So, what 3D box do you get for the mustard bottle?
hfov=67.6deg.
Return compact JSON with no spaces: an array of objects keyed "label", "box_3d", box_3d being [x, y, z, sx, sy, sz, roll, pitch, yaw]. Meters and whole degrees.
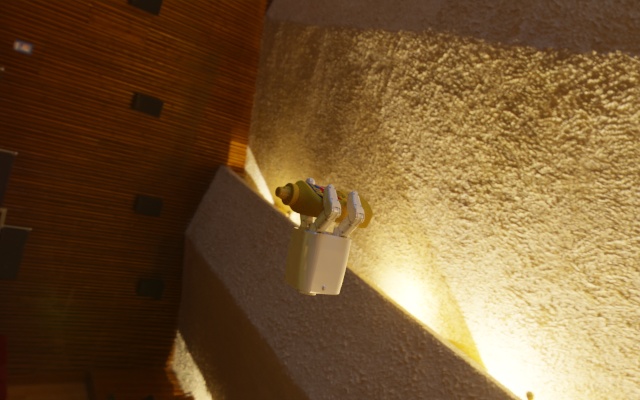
[{"label":"mustard bottle","box_3d":[0.000,0.003,0.883,0.191,0.058,0.096,13,21,-36]}]
